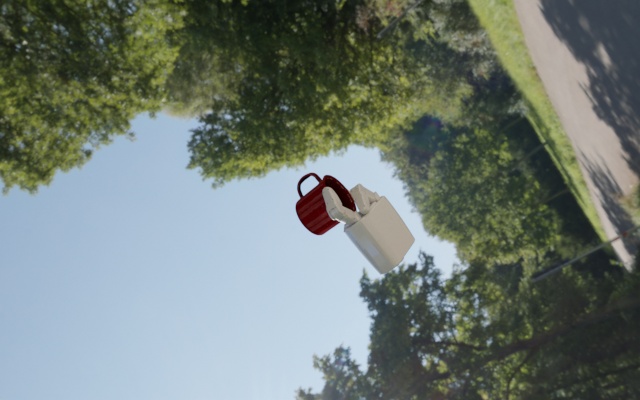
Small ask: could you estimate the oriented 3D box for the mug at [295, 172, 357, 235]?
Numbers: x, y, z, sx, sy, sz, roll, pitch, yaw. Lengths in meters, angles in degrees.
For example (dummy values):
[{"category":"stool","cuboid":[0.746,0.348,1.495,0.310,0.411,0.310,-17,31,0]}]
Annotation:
[{"category":"mug","cuboid":[-0.001,0.002,0.892,0.081,0.117,0.093,-37,1,24]}]
